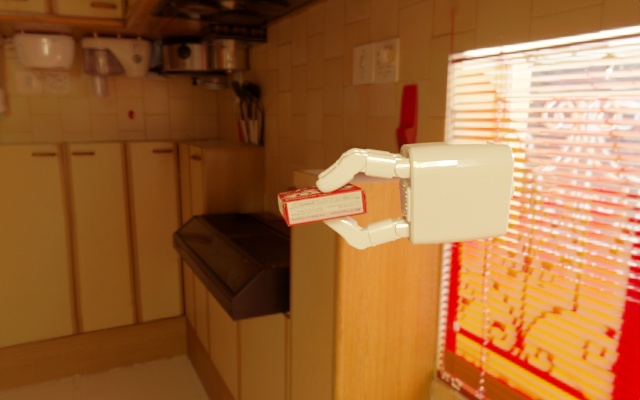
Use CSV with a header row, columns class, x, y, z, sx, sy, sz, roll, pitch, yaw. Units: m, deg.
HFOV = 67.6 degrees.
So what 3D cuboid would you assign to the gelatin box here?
class,x,y,z,sx,sy,sz,roll,pitch,yaw
gelatin box,0.000,0.002,0.535,0.089,0.030,0.073,-10,10,-9
